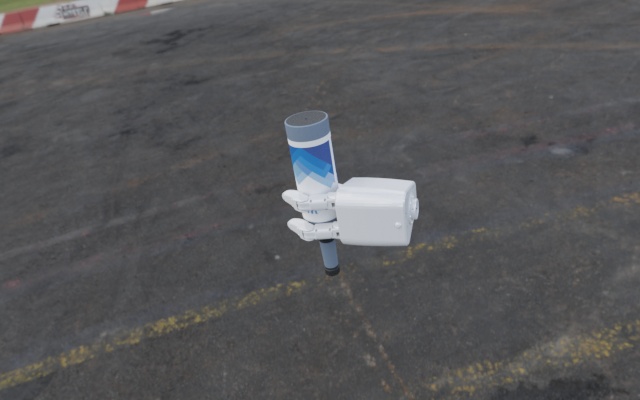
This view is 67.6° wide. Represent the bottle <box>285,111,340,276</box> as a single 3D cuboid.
[{"bbox_3d":[0.000,0.002,0.792,0.069,0.296,0.069,-7,30,4],"label":"bottle"}]
